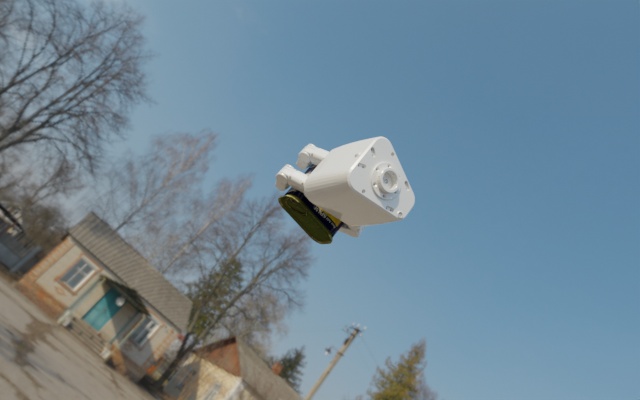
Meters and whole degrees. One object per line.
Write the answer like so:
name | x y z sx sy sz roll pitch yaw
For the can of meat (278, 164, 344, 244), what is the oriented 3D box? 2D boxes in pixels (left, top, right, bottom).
can of meat | 0.000 0.002 0.738 0.084 0.102 0.057 -50 17 -25
